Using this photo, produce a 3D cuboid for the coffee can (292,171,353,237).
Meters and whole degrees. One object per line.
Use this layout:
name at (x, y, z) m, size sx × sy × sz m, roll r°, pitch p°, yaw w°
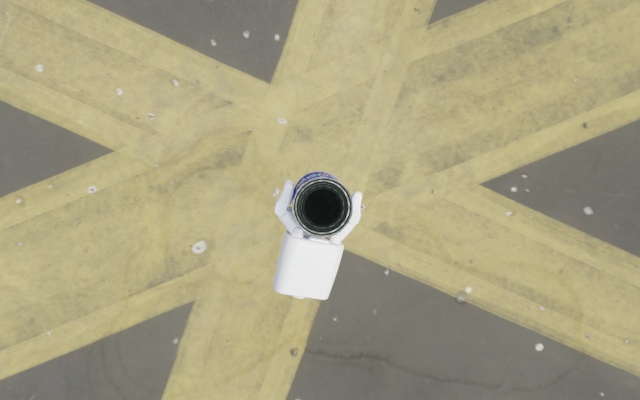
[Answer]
coffee can at (0.000, 0.003, 0.861) m, size 0.103 × 0.103 × 0.140 m, roll 0°, pitch 7°, yaw -3°
